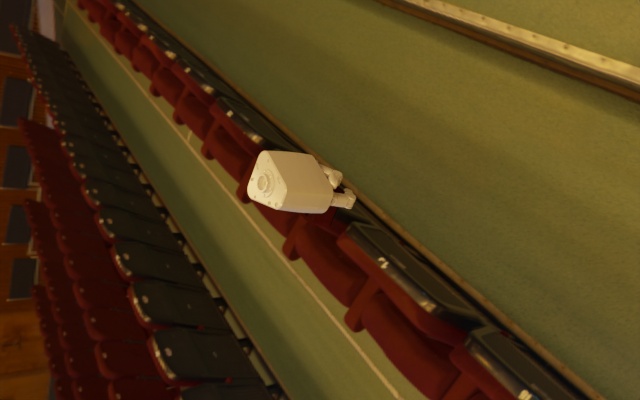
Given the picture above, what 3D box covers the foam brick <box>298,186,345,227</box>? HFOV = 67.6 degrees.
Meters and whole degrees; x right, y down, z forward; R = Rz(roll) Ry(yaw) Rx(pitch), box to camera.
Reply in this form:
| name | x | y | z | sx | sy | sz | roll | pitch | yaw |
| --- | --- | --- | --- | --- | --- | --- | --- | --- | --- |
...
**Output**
| name | x | y | z | sx | sy | sz | roll | pitch | yaw |
| --- | --- | --- | --- | --- | --- | --- | --- | --- | --- |
| foam brick | 0.000 | 0.003 | 0.900 | 0.051 | 0.078 | 0.053 | 3 | 28 | -42 |
